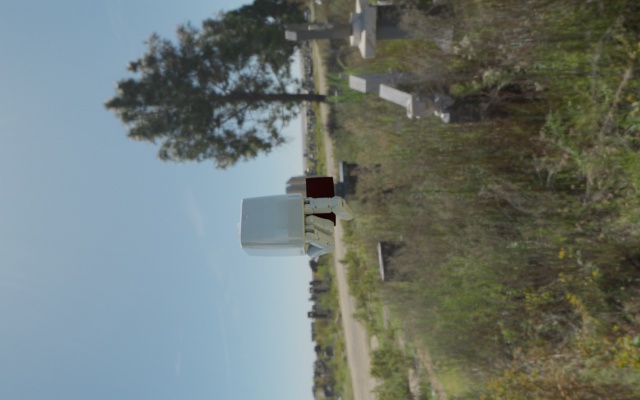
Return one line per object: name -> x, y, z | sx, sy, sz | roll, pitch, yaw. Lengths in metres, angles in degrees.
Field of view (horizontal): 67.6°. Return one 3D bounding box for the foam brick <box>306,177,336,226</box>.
foam brick -> 0.000, 0.003, 0.857 | 0.051, 0.078, 0.053 | -3, -33, 0
